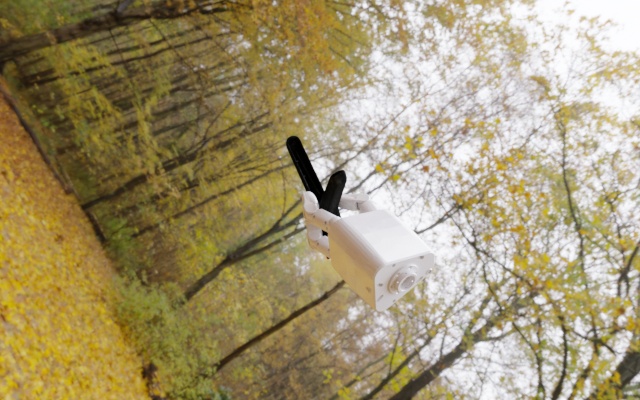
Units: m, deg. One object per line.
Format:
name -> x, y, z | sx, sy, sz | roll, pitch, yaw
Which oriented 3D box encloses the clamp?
clamp -> 0.001, 0.003, 0.769 | 0.036, 0.210, 0.164 | -24, 42, -18
